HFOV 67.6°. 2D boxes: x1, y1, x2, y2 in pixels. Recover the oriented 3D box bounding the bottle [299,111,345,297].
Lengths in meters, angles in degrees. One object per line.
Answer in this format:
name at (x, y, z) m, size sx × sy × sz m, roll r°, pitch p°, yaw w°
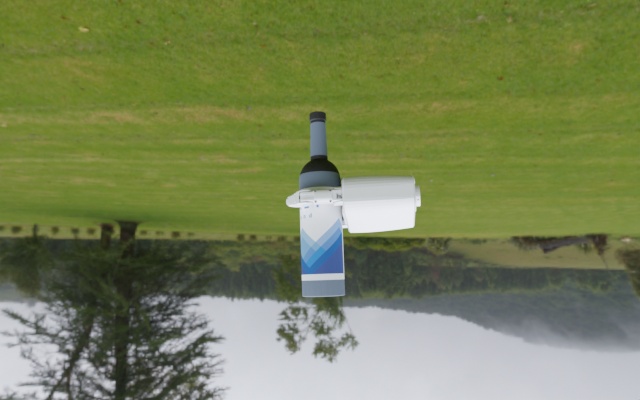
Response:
bottle at (0.000, 0.003, 0.763) m, size 0.069 × 0.295 × 0.069 m, roll -2°, pitch -9°, yaw 0°
